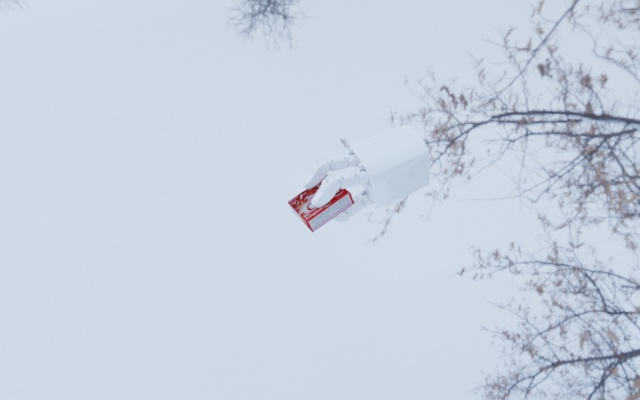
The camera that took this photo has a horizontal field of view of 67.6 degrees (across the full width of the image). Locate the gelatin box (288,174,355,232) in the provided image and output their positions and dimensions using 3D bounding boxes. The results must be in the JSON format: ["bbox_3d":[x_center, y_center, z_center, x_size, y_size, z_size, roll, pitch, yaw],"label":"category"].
[{"bbox_3d":[0.000,0.003,0.799,0.089,0.030,0.073,-35,40,-10],"label":"gelatin box"}]
